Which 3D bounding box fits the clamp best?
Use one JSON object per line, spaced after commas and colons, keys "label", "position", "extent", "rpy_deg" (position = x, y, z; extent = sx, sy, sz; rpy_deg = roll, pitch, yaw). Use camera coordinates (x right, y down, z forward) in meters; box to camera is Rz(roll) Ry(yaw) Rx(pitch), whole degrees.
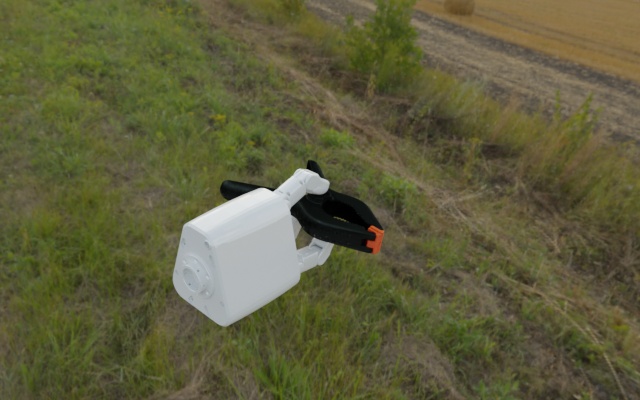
{"label": "clamp", "position": [0.000, 0.002, 0.609], "extent": [0.210, 0.036, 0.164], "rpy_deg": [26, 33, 30]}
